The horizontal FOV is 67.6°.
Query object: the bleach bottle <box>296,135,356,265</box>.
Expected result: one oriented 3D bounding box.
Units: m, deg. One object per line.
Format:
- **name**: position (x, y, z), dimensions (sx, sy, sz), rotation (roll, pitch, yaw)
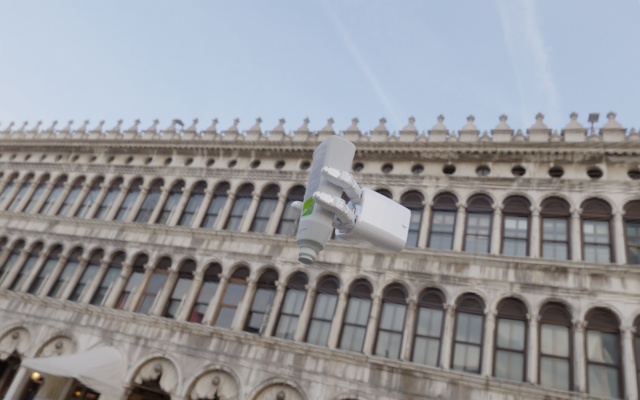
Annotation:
- **bleach bottle**: position (0.000, 0.003, 0.895), dimensions (0.068, 0.250, 0.103), rotation (24, -30, -15)
